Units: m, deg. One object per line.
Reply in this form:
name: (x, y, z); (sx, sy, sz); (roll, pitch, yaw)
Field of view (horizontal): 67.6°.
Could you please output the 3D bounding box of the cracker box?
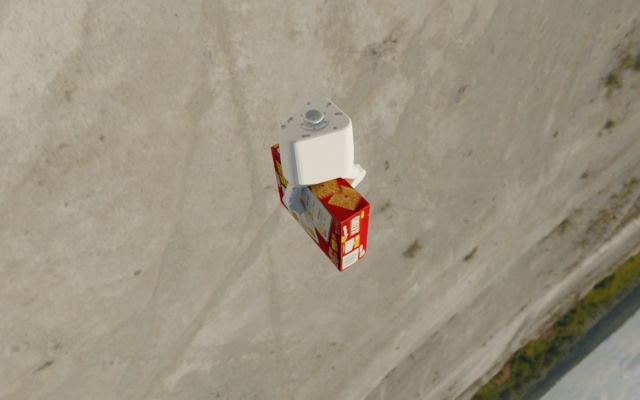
cracker box: (0.000, 0.003, 0.883); (0.072, 0.213, 0.164); (-30, -33, -19)
